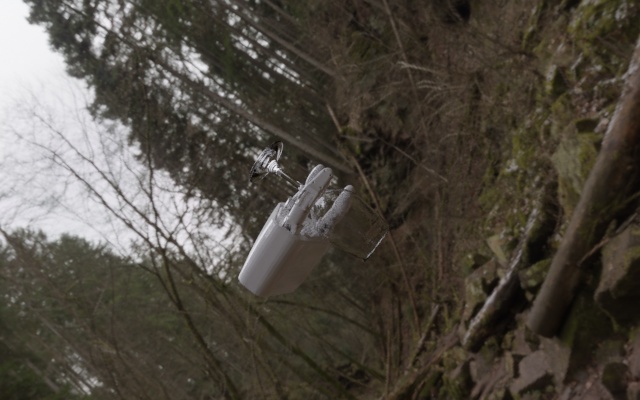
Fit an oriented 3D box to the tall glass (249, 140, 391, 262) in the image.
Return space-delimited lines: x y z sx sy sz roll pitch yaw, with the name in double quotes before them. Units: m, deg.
"tall glass" 0.000 0.002 0.673 0.201 0.079 0.079 36 7 10
